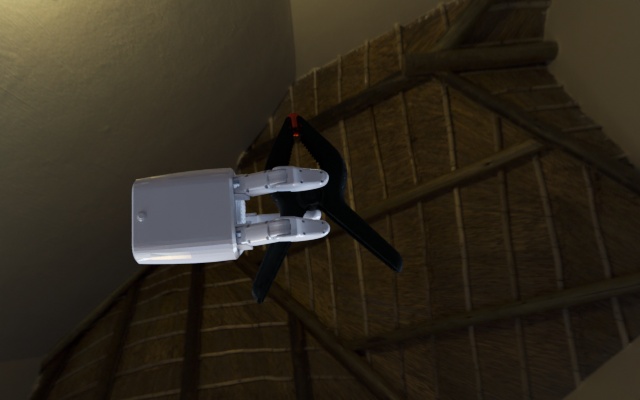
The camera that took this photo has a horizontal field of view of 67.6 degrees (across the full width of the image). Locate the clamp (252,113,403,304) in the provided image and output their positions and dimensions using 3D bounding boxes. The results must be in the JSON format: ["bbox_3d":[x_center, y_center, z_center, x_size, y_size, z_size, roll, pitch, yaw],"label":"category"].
[{"bbox_3d":[0.000,0.001,0.535,0.164,0.210,0.036,-5,-15,-5],"label":"clamp"}]
